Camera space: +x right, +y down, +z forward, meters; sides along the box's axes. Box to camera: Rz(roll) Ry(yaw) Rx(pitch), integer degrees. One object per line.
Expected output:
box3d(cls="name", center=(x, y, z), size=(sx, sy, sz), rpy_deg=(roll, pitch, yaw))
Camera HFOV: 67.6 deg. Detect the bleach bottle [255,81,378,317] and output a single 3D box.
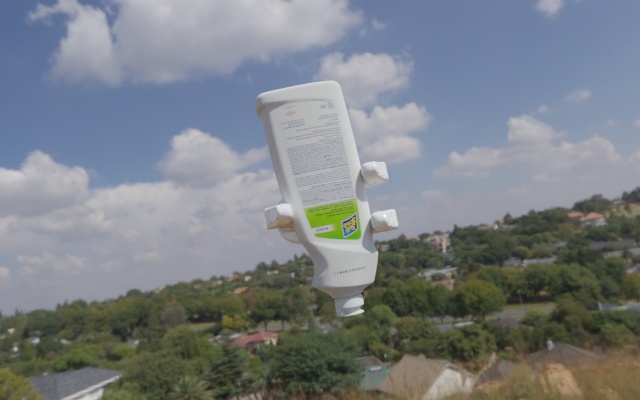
box3d(cls="bleach bottle", center=(0.000, 0.002, 0.527), size=(0.102, 0.251, 0.068), rpy_deg=(-11, -6, -1))
